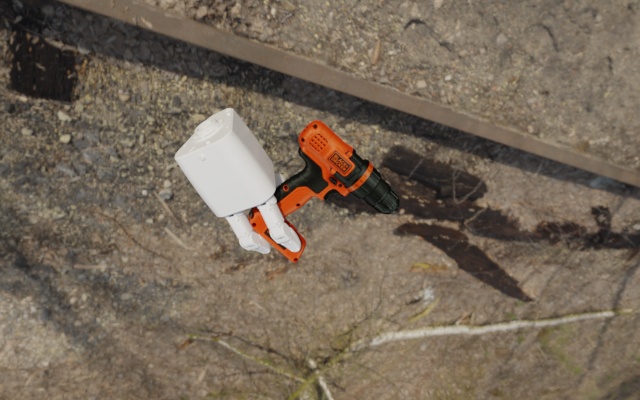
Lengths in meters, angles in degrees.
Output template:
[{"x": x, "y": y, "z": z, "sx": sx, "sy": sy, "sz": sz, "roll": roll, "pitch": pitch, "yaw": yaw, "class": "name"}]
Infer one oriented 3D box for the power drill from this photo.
[{"x": 0.000, "y": 0.002, "z": 0.712, "sx": 0.184, "sy": 0.188, "sz": 0.057, "roll": 42, "pitch": 11, "yaw": -13, "class": "power drill"}]
